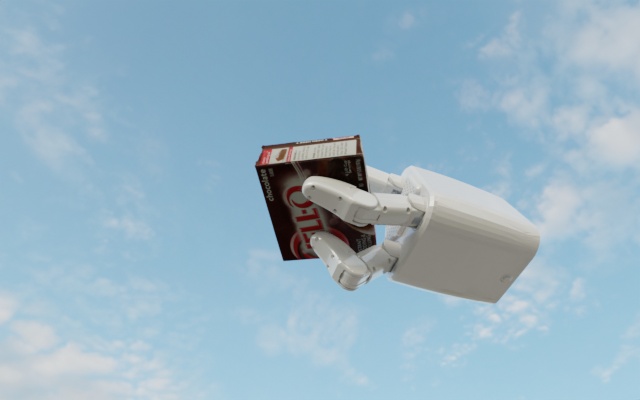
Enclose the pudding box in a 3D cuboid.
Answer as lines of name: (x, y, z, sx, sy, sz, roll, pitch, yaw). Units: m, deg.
pudding box: (0.000, 0.001, 0.425, 0.090, 0.114, 0.039, -6, 35, 8)
